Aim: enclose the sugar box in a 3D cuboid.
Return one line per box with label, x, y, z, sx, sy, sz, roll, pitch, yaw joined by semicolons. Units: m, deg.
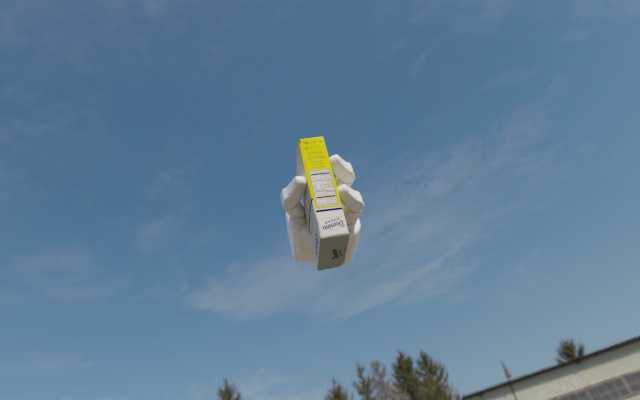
sugar box;0.001;0.002;0.696;0.048;0.176;0.093;-10;-34;-10
